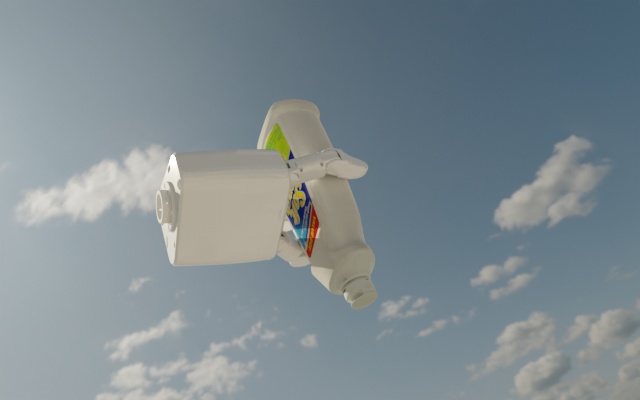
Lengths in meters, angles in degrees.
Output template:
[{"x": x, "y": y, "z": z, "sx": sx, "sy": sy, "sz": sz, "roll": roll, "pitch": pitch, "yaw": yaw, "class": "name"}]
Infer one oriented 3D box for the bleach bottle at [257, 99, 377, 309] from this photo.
[{"x": 0.000, "y": 0.002, "z": 0.533, "sx": 0.068, "sy": 0.250, "sz": 0.103, "roll": -2, "pitch": -43, "yaw": -30, "class": "bleach bottle"}]
